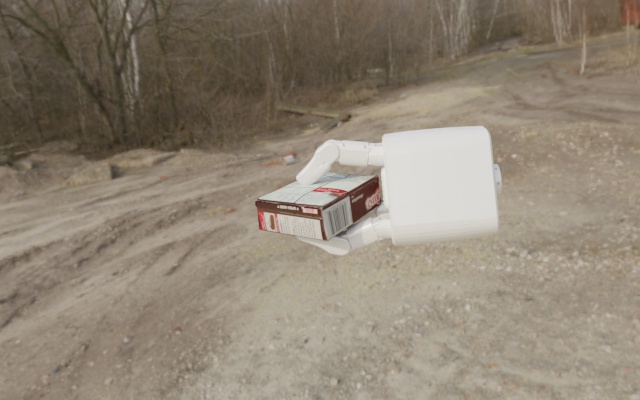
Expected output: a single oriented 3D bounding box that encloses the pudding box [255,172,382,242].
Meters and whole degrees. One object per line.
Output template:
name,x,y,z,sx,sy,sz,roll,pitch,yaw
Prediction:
pudding box,0.000,0.002,0.515,0.090,0.039,0.113,5,20,36
